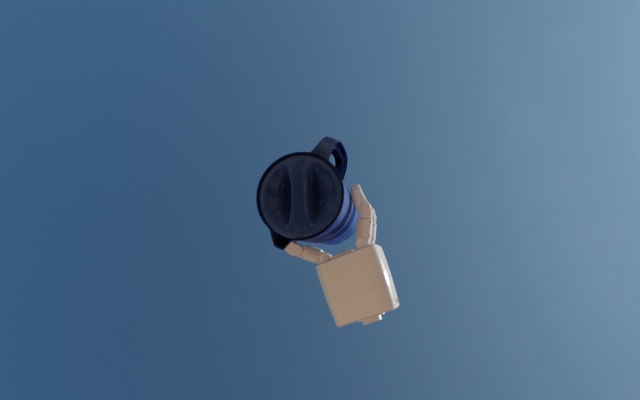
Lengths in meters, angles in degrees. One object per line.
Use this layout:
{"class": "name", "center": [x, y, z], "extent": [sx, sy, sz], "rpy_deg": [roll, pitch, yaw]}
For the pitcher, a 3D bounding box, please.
{"class": "pitcher", "center": [0.000, 0.003, 0.804], "extent": [0.149, 0.145, 0.243], "rpy_deg": [-23, -14, 9]}
